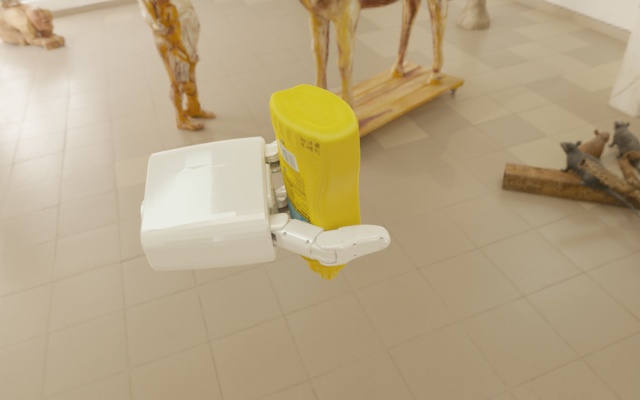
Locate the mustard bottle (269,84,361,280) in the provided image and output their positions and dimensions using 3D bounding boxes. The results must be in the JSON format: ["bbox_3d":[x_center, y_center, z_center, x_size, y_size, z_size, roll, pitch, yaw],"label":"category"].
[{"bbox_3d":[0.000,0.001,0.429,0.058,0.192,0.096,-23,42,-20],"label":"mustard bottle"}]
